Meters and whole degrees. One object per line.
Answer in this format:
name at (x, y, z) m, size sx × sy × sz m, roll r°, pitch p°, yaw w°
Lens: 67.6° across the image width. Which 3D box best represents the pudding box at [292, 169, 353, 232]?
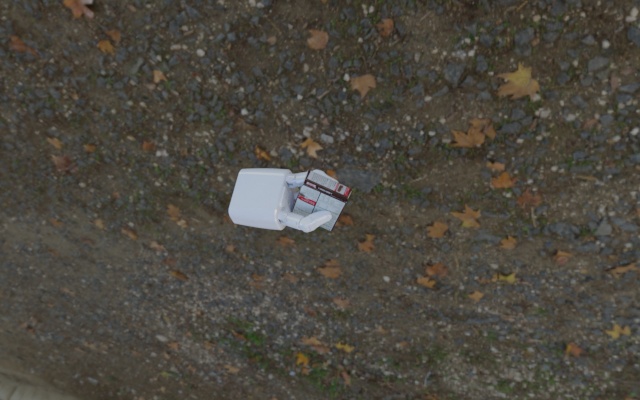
pudding box at (0.000, 0.003, 0.900) m, size 0.090 × 0.039 × 0.114 m, roll 23°, pitch -34°, yaw -1°
